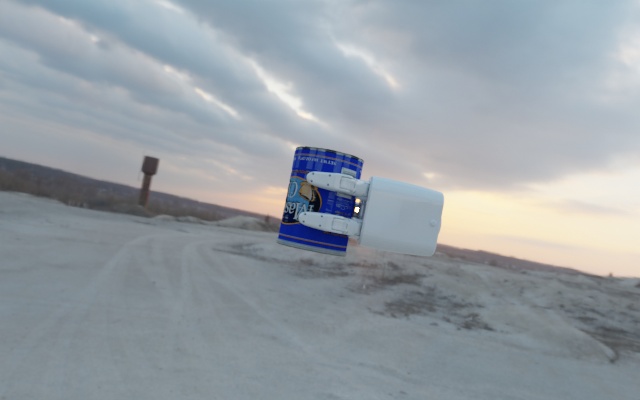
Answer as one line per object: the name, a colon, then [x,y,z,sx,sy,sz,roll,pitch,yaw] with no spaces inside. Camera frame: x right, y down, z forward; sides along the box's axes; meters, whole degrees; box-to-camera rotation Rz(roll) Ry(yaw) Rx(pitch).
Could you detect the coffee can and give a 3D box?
coffee can: [0.000,0.002,0.692,0.103,0.140,0.103,11,-3,1]
